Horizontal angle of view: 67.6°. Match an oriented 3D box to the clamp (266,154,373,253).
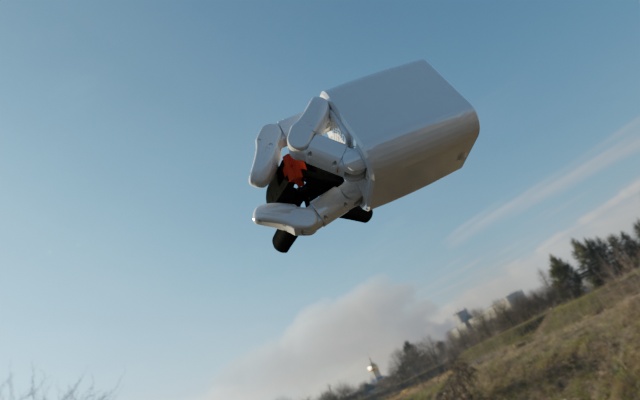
[{"bbox_3d":[0.000,0.001,0.492,0.120,0.039,0.171,-22,-23,-9],"label":"clamp"}]
